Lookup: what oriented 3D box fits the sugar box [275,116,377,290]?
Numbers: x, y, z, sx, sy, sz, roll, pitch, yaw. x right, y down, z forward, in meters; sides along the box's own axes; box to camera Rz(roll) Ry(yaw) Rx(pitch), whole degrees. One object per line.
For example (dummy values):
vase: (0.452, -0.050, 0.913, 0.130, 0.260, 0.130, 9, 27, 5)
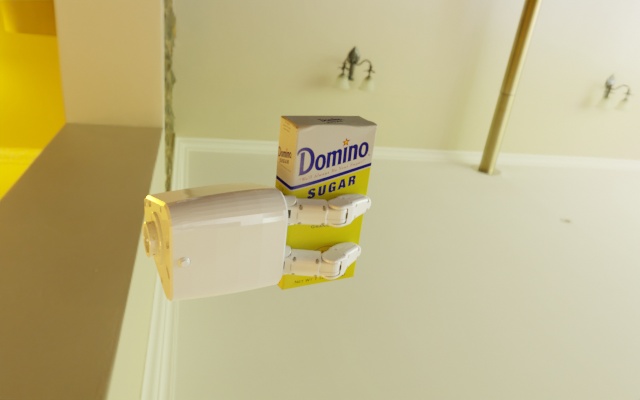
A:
sugar box: (0.000, 0.002, 0.499, 0.093, 0.176, 0.048, -6, 27, -28)
